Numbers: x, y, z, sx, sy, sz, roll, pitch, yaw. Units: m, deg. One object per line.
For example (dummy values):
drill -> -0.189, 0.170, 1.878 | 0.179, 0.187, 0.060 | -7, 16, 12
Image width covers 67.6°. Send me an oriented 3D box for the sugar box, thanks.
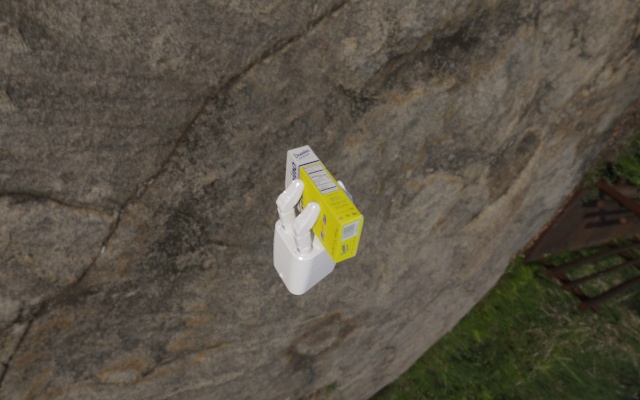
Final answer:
sugar box -> 0.000, 0.003, 0.755 | 0.048, 0.093, 0.176 | -20, 51, -25
